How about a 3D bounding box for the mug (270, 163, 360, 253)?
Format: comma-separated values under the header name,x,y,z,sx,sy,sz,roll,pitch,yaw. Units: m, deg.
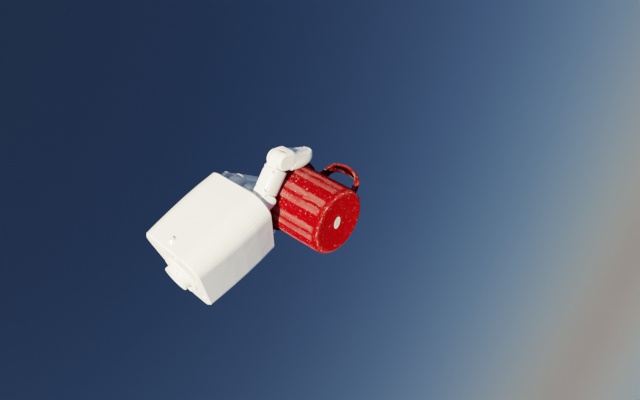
name,x,y,z,sx,sy,sz,roll,pitch,yaw
mug,0.001,0.001,0.568,0.081,0.117,0.093,29,-28,33
